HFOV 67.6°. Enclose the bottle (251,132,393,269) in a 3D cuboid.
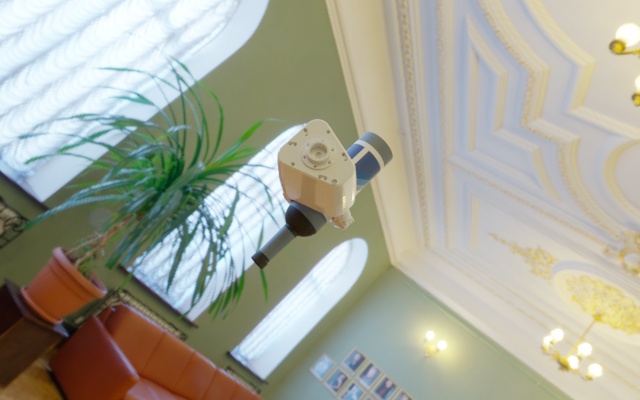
[{"bbox_3d":[0.000,0.002,0.801,0.295,0.069,0.069,-44,14,-16],"label":"bottle"}]
